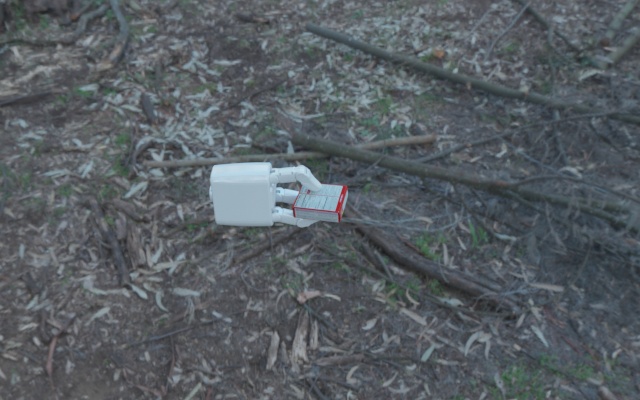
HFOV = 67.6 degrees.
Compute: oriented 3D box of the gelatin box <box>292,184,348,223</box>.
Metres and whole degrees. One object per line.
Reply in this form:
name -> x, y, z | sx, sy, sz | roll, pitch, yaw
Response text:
gelatin box -> 0.000, 0.003, 0.875 | 0.089, 0.030, 0.073 | 5, 43, 14
